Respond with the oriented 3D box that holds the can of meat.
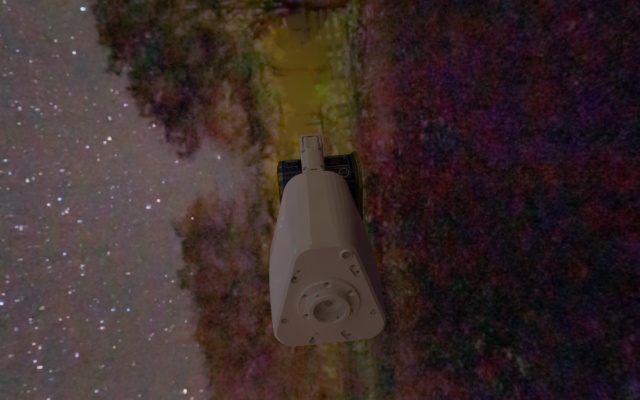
[{"bbox_3d":[0.000,0.002,0.510,0.084,0.102,0.057,-6,37,-2],"label":"can of meat"}]
